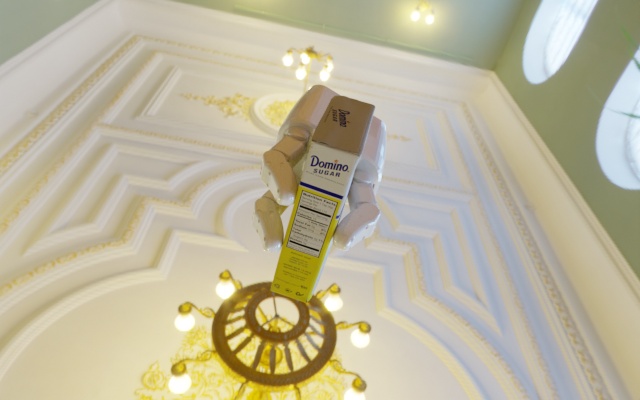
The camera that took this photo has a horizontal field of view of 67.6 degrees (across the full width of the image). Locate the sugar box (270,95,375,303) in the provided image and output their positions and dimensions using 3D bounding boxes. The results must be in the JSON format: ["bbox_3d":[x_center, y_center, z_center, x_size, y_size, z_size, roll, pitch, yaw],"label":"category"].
[{"bbox_3d":[0.000,0.001,0.438,0.048,0.176,0.093,17,37,3],"label":"sugar box"}]
